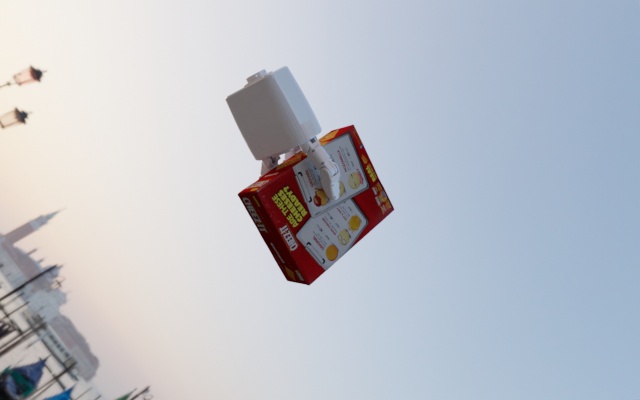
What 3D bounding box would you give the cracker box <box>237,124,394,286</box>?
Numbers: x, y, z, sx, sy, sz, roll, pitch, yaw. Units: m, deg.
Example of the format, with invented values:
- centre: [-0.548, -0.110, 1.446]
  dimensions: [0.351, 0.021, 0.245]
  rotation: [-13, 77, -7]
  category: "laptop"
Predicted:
- centre: [0.000, 0.002, 0.751]
  dimensions: [0.213, 0.164, 0.072]
  rotation: [-37, 18, -32]
  category: "cracker box"
